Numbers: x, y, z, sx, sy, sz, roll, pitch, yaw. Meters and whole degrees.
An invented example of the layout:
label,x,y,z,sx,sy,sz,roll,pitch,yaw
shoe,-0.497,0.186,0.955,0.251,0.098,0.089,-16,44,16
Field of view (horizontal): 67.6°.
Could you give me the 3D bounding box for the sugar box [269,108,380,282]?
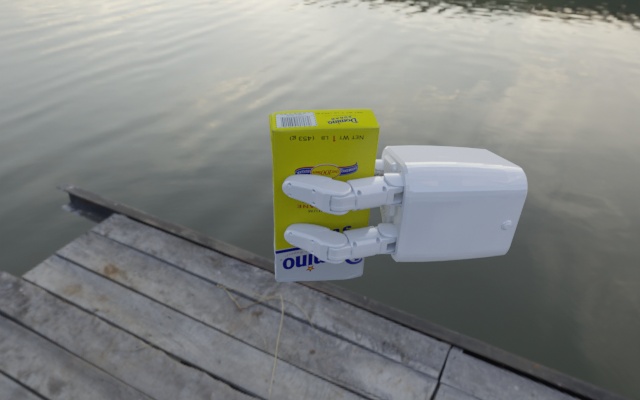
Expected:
label,x,y,z,sx,sy,sz,roll,pitch,yaw
sugar box,0.000,0.002,0.456,0.093,0.176,0.048,-2,34,-5
